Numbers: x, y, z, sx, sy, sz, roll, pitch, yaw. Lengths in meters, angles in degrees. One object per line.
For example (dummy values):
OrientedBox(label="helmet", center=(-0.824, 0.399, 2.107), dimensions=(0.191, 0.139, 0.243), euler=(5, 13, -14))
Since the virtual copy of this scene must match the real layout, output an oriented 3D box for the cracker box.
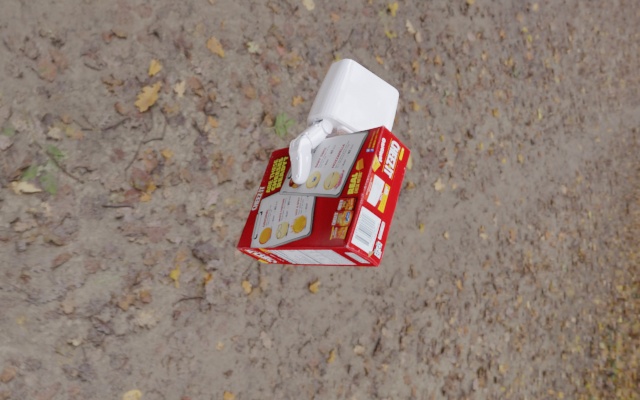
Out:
OrientedBox(label="cracker box", center=(0.000, 0.002, 0.635), dimensions=(0.214, 0.164, 0.072), euler=(-7, -33, 46))
